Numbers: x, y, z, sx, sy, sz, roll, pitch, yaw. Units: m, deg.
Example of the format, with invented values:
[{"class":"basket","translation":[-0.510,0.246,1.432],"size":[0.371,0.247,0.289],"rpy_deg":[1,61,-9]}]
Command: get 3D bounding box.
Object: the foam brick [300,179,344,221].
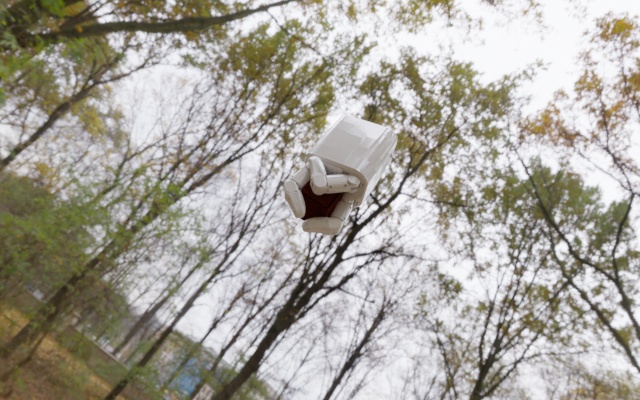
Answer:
[{"class":"foam brick","translation":[0.000,0.003,0.751],"size":[0.053,0.051,0.078],"rpy_deg":[31,-28,12]}]
